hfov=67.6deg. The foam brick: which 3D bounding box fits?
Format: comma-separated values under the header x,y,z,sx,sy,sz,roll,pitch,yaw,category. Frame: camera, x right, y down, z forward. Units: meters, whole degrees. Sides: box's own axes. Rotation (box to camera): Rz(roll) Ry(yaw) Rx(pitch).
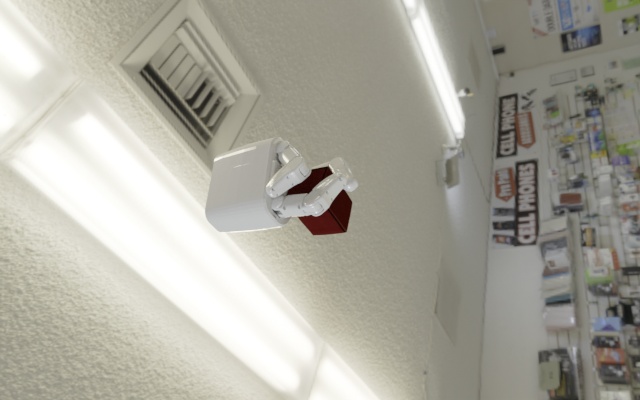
x,y,z,sx,sy,sz,roll,pitch,yaw,category
0.000,0.002,0.626,0.051,0.053,0.078,-10,-45,30,foam brick
